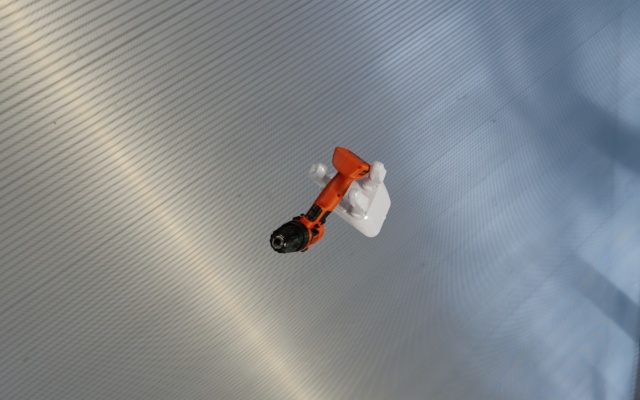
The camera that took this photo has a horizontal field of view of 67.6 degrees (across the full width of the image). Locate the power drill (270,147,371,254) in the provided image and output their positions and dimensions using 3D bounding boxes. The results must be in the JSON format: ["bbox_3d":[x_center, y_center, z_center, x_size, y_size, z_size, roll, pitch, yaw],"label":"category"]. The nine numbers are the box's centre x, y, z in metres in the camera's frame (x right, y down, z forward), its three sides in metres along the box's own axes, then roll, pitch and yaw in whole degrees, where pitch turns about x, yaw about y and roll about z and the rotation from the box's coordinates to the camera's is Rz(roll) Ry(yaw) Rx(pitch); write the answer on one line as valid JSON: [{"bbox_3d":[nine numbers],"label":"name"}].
[{"bbox_3d":[0.001,0.002,0.777,0.057,0.188,0.184,39,12,9],"label":"power drill"}]
